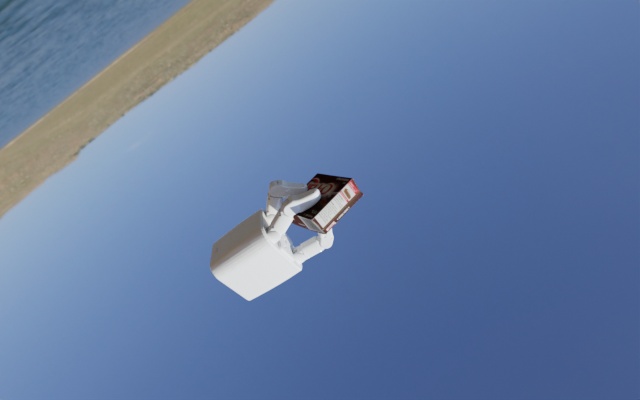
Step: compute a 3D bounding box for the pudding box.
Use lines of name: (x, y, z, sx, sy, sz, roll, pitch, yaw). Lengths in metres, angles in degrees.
pudding box: (0.000, 0.003, 0.740, 0.090, 0.039, 0.113, -46, 27, -16)
